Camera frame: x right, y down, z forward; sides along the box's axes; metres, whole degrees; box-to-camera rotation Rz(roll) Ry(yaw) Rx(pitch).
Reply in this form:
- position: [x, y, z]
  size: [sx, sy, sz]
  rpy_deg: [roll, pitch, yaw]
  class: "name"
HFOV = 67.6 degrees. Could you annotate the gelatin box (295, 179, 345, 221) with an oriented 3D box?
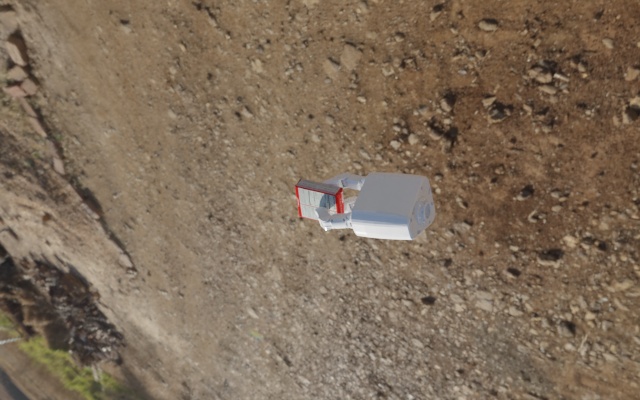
- position: [0.000, 0.003, 0.890]
  size: [0.089, 0.073, 0.030]
  rpy_deg: [12, 42, 23]
  class: "gelatin box"
